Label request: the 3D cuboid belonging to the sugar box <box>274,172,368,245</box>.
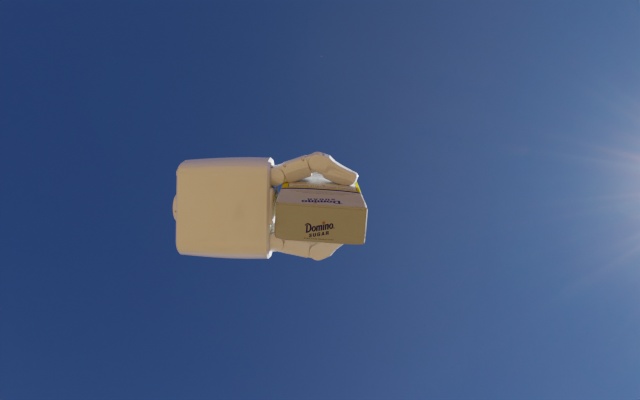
[{"bbox_3d":[0.000,0.002,0.554,0.093,0.048,0.176,4,17,0],"label":"sugar box"}]
